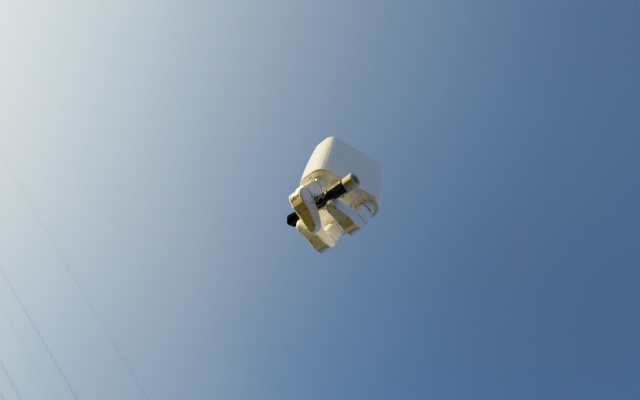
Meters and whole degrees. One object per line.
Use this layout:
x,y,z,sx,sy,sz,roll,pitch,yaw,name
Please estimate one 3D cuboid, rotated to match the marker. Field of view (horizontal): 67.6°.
0.000,0.002,0.625,0.121,0.020,0.020,-33,-19,30,marker
